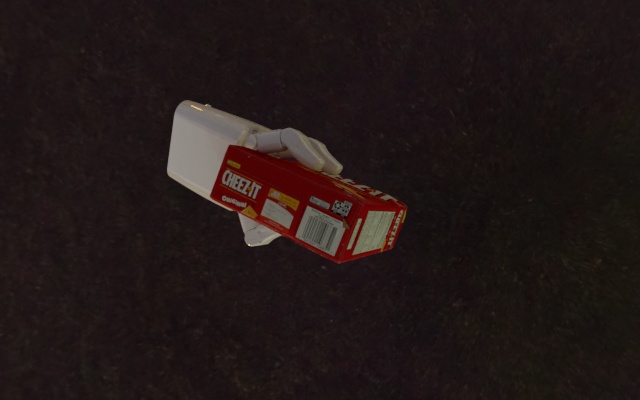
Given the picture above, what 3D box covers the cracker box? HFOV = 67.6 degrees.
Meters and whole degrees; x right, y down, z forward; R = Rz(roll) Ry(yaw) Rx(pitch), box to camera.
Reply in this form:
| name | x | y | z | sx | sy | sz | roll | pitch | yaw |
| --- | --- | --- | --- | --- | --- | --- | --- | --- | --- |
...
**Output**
| name | x | y | z | sx | sy | sz | roll | pitch | yaw |
| --- | --- | --- | --- | --- | --- | --- | --- | --- | --- |
| cracker box | 0.000 | 0.002 | 0.572 | 0.164 | 0.072 | 0.214 | 24 | 8 | 21 |
